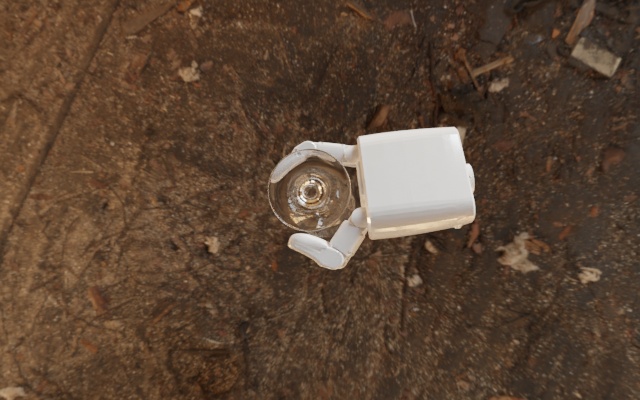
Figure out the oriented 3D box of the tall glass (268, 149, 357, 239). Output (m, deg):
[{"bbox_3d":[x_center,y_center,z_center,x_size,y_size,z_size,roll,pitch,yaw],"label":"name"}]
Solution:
[{"bbox_3d":[0.000,0.002,0.520,0.079,0.079,0.201,0,-7,5],"label":"tall glass"}]
